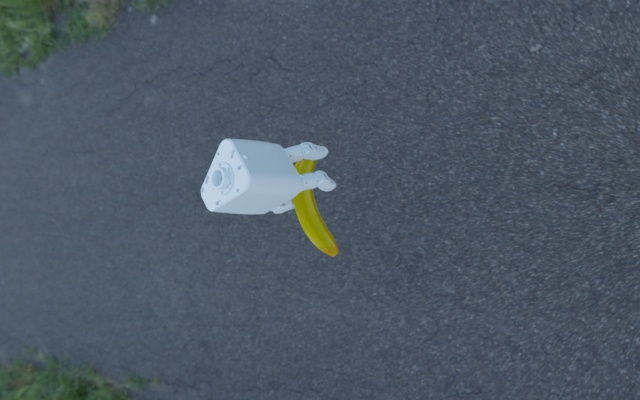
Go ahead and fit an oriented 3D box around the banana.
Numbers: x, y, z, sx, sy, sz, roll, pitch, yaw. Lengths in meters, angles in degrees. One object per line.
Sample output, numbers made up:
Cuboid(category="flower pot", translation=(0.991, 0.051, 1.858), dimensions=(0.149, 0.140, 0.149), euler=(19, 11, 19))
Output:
Cuboid(category="banana", translation=(-0.015, 0.004, 0.828), dimensions=(0.069, 0.197, 0.037), euler=(-16, -13, 34))
